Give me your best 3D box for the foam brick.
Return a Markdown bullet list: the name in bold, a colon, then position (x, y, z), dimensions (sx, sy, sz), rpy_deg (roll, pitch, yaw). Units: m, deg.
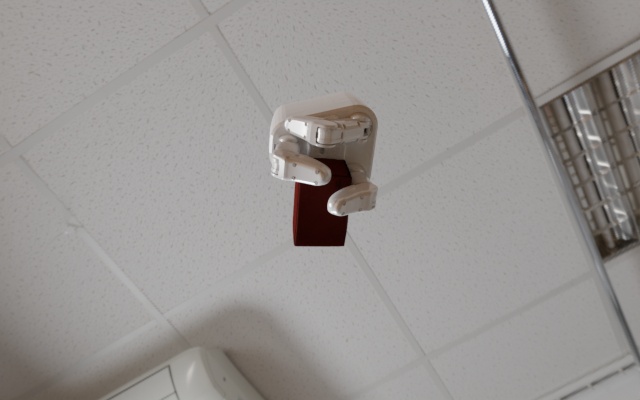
- **foam brick**: position (0.000, 0.002, 0.485), dimensions (0.053, 0.078, 0.051), rpy_deg (3, 22, -7)
